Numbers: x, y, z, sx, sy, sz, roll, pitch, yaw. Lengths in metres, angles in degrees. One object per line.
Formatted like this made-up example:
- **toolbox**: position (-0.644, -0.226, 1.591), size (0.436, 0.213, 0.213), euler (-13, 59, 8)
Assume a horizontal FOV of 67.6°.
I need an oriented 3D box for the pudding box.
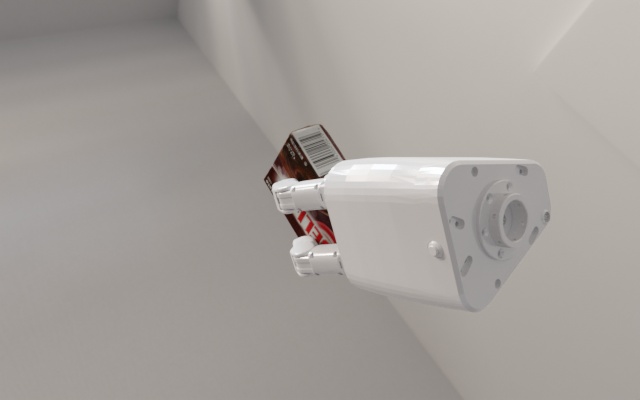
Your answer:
- **pudding box**: position (0.000, 0.001, 0.431), size (0.039, 0.113, 0.090), euler (-22, -14, -31)
